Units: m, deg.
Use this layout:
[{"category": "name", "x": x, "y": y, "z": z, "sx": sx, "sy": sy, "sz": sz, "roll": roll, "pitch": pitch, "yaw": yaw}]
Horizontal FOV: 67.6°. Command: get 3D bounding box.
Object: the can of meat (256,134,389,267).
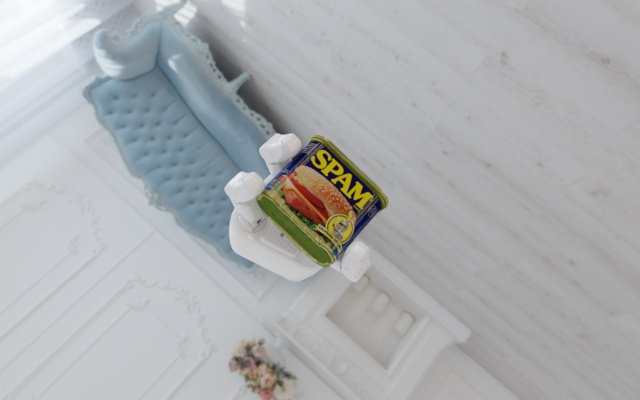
[{"category": "can of meat", "x": 0.000, "y": 0.002, "z": 0.464, "sx": 0.084, "sy": 0.102, "sz": 0.057, "roll": -46, "pitch": 0, "yaw": -22}]
